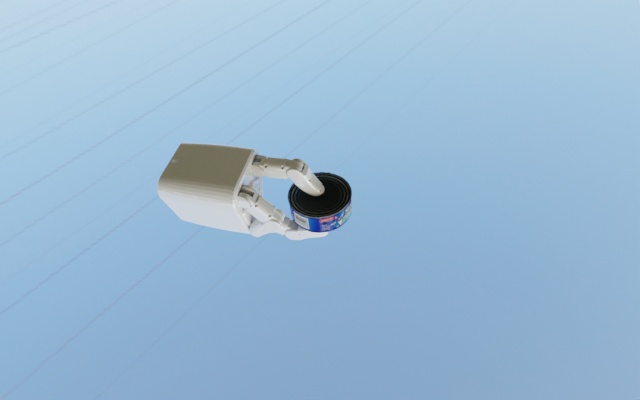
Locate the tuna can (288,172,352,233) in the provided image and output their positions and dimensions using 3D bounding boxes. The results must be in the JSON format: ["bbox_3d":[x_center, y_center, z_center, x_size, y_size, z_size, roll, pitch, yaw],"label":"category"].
[{"bbox_3d":[0.000,0.003,0.645,0.086,0.086,0.034,-3,-45,3],"label":"tuna can"}]
